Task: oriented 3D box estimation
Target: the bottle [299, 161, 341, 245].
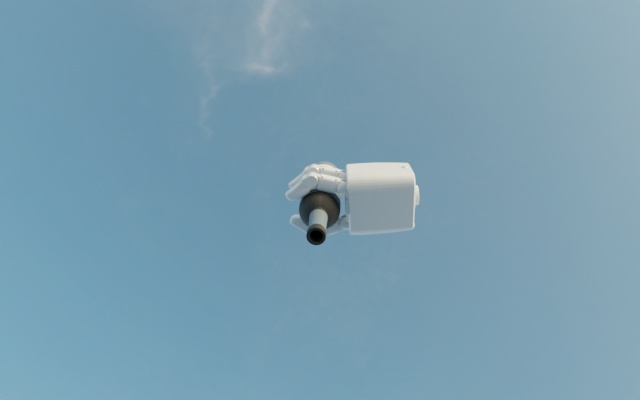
[{"bbox_3d":[0.000,0.003,0.795,0.069,0.069,0.295,0,19,3],"label":"bottle"}]
